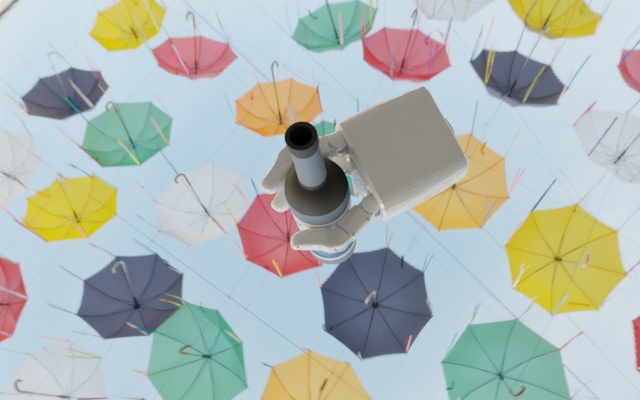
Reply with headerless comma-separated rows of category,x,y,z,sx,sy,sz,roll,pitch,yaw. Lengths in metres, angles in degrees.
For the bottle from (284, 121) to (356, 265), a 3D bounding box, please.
bottle,0.000,0.002,0.522,0.069,0.069,0.296,0,-22,7
